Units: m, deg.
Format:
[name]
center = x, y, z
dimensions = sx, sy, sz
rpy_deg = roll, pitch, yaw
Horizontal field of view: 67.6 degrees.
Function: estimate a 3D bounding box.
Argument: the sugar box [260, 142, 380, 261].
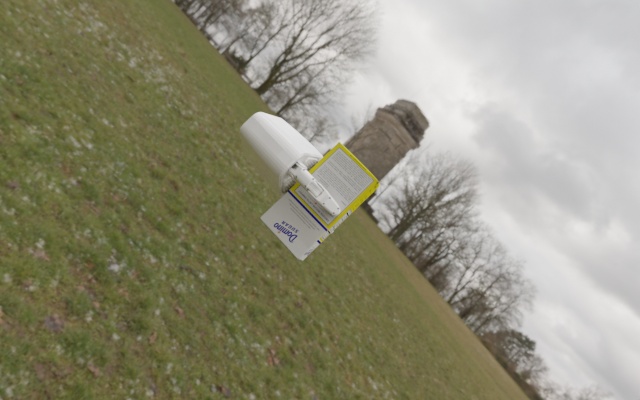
[sugar box]
center = 0.000, 0.002, 0.758
dimensions = 0.176, 0.093, 0.048
rpy_deg = -44, -14, 0
